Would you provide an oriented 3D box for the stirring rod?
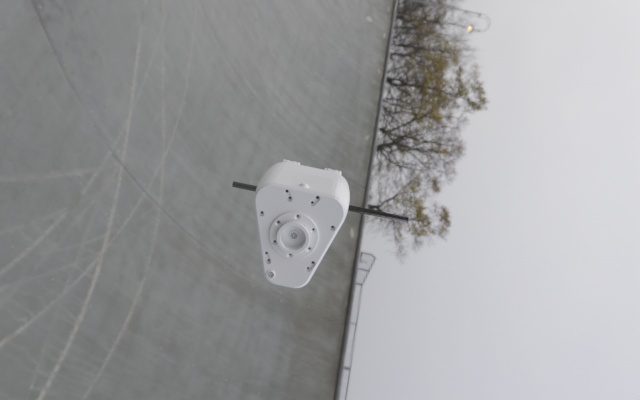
[{"bbox_3d":[0.000,0.002,0.643,0.239,0.011,0.011,12,0,0],"label":"stirring rod"}]
